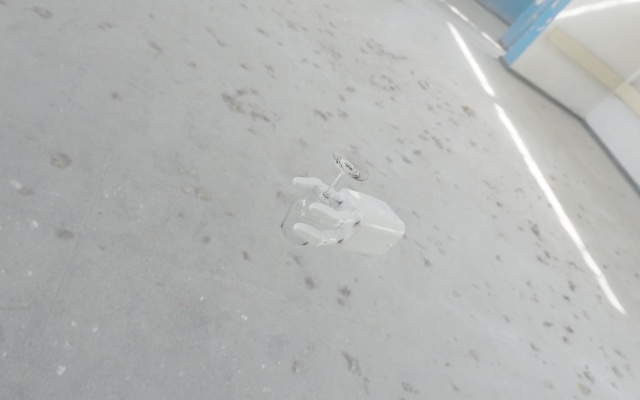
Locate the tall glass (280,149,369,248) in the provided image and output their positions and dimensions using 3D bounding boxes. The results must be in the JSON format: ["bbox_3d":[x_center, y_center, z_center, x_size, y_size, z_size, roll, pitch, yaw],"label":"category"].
[{"bbox_3d":[0.000,0.002,0.863,0.079,0.079,0.201,0,-40,-44],"label":"tall glass"}]
